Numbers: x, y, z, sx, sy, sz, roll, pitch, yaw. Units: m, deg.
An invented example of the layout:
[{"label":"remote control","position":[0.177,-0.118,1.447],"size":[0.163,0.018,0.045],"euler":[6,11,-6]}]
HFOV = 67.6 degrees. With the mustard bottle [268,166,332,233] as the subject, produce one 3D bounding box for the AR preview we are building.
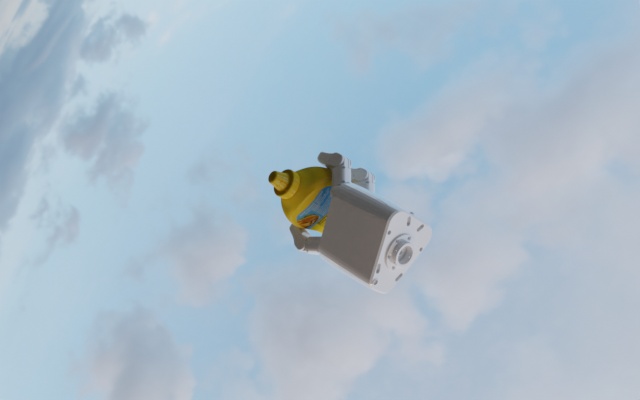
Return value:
[{"label":"mustard bottle","position":[0.000,0.002,0.698],"size":[0.192,0.096,0.058],"euler":[27,24,-41]}]
